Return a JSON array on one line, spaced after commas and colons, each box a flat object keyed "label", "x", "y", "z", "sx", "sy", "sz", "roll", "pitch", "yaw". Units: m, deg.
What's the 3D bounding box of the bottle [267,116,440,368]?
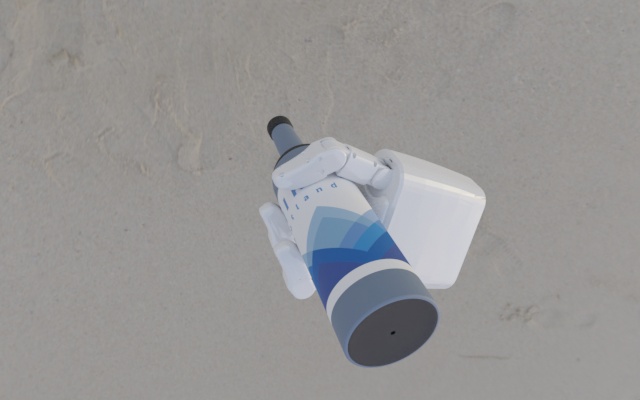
[{"label": "bottle", "x": 0.000, "y": 0.001, "z": 0.412, "sx": 0.069, "sy": 0.069, "sz": 0.295, "roll": 0, "pitch": 34, "yaw": -22}]
